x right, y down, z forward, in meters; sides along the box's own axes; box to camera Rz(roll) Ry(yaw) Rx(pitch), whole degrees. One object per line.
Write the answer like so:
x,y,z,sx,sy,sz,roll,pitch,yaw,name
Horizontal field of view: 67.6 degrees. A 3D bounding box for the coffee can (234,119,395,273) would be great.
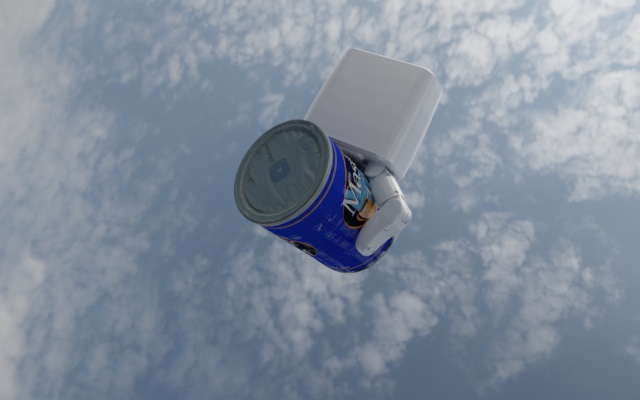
0.000,0.002,0.467,0.103,0.102,0.140,0,-24,35,coffee can
